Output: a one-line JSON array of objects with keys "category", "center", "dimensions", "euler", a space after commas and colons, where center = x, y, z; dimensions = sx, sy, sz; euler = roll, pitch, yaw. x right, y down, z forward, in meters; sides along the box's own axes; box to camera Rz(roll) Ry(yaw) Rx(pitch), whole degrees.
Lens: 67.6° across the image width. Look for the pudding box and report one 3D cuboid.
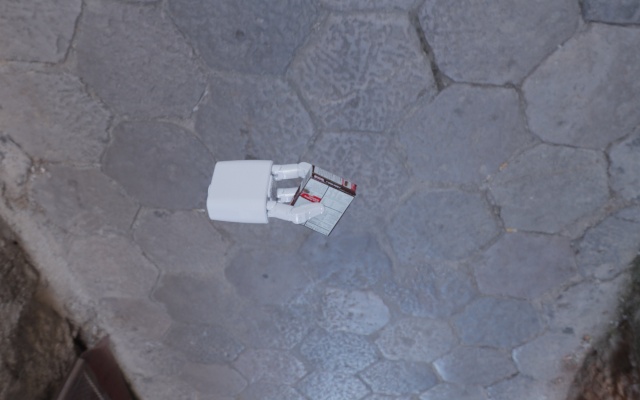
[{"category": "pudding box", "center": [0.000, 0.003, 0.852], "dimensions": [0.090, 0.113, 0.039], "euler": [23, 39, -12]}]
